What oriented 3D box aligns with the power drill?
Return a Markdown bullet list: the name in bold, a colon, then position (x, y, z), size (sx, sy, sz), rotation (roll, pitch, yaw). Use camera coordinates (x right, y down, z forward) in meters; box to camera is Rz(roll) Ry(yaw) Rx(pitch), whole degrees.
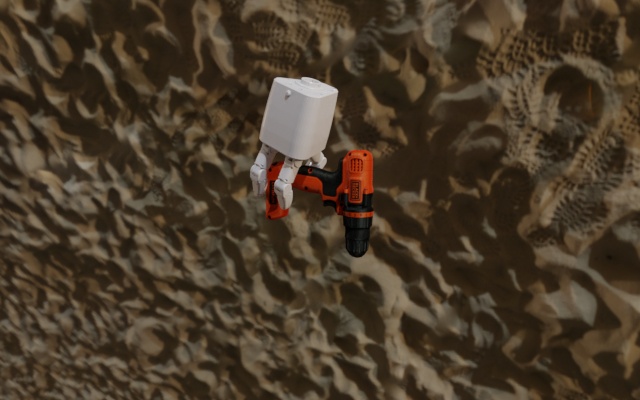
- **power drill**: position (0.000, 0.002, 0.831), size (0.187, 0.184, 0.057), rotation (3, 7, 15)
